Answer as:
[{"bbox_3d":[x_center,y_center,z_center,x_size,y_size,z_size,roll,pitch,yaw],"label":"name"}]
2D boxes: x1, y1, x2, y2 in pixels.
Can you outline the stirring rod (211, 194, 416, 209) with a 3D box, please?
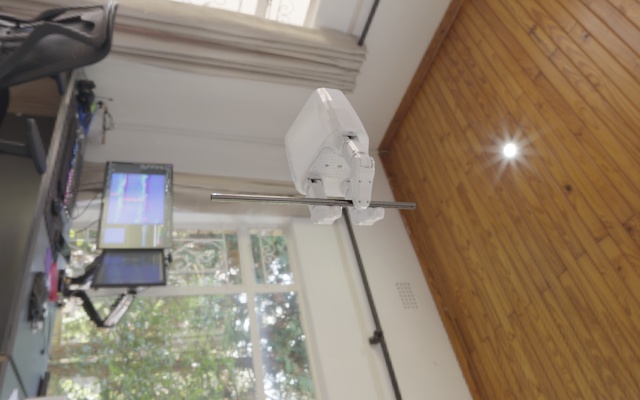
[{"bbox_3d":[0.000,0.002,0.534,0.239,0.011,0.011,2,-1,-20],"label":"stirring rod"}]
